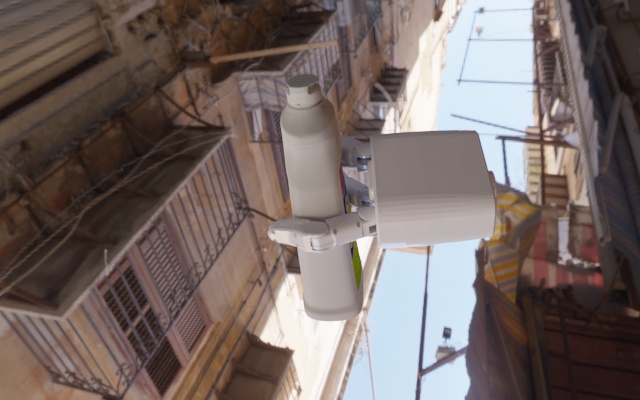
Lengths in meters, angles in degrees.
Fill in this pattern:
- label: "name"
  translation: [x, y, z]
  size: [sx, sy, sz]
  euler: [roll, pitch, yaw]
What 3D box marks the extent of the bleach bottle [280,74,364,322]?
- label: "bleach bottle"
  translation: [0.000, 0.002, 0.479]
  size: [0.068, 0.251, 0.102]
  euler: [-4, 36, 8]
